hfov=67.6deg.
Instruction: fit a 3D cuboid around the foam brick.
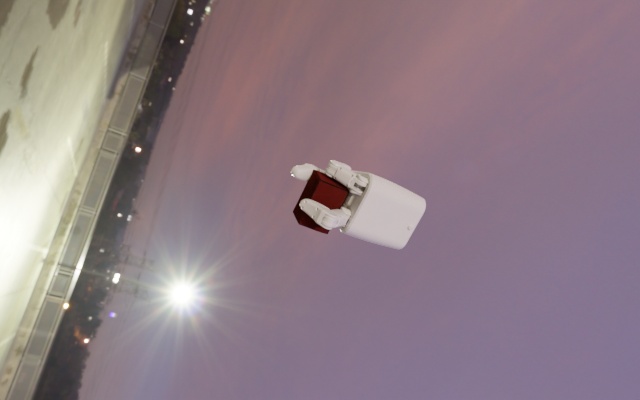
[{"bbox_3d":[0.000,0.003,0.728,0.051,0.078,0.053,21,16,-21],"label":"foam brick"}]
